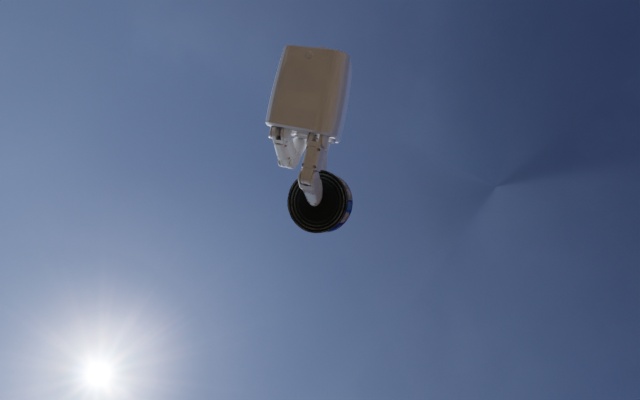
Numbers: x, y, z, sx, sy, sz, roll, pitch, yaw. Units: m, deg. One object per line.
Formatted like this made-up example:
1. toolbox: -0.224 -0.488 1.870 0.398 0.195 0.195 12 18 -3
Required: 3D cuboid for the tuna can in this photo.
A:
1. tuna can: 0.000 0.002 0.656 0.086 0.086 0.034 0 -4 19
